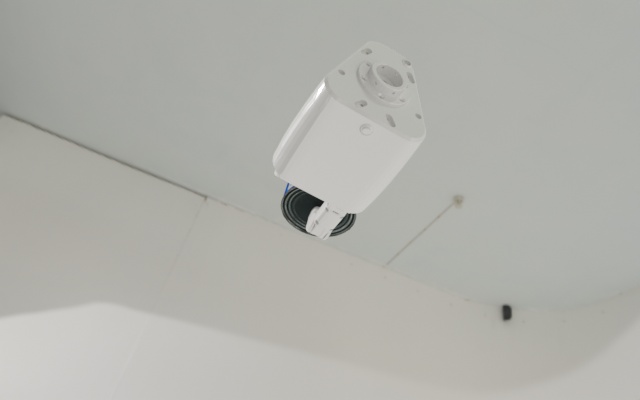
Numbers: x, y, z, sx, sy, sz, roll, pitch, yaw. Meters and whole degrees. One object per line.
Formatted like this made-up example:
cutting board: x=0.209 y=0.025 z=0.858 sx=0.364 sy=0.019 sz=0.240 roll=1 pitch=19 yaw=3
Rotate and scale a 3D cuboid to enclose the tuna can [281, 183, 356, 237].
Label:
tuna can: x=0.000 y=0.001 z=0.543 sx=0.086 sy=0.033 sz=0.086 roll=7 pitch=-43 yaw=7
